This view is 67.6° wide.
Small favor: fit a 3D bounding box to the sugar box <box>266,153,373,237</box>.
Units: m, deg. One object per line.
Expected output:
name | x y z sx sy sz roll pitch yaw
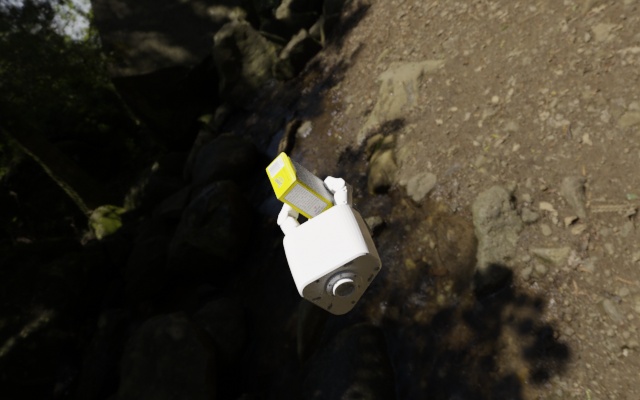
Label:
sugar box | 0.000 0.003 0.751 0.176 0.048 0.093 38 15 -33
